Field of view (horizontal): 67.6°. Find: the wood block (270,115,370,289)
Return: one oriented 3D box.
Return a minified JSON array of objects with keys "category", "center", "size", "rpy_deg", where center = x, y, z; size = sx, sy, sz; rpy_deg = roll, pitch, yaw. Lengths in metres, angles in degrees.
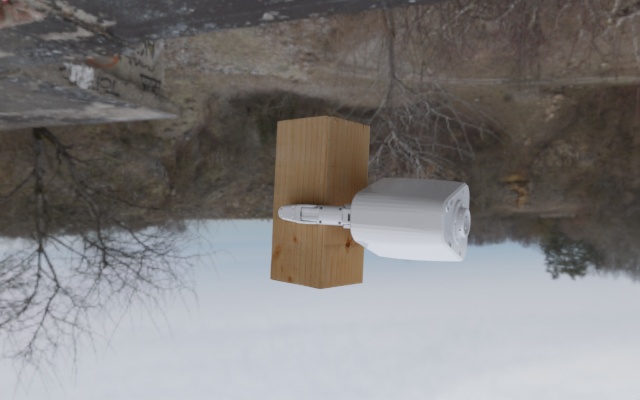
[{"category":"wood block","center":[0.000,0.002,0.621],"size":[0.090,0.206,0.091],"rpy_deg":[2,-1,42]}]
